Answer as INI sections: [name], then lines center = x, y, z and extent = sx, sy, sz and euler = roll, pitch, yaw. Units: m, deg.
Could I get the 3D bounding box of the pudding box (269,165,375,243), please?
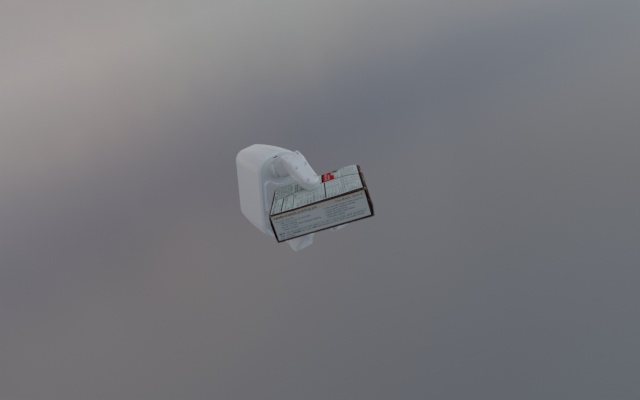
[pudding box]
center = 0.000, 0.002, 0.550
extent = 0.113, 0.039, 0.090
euler = -18, 21, 6
